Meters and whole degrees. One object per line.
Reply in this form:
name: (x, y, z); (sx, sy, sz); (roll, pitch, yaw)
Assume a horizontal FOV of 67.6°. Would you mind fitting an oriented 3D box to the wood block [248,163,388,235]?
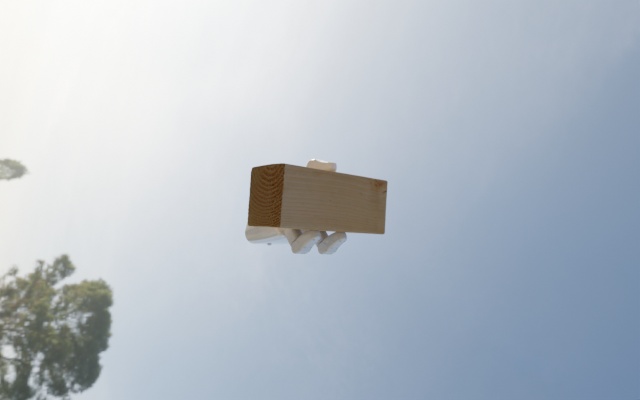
wood block: (0.000, 0.002, 0.744); (0.206, 0.091, 0.090); (6, -5, -39)
